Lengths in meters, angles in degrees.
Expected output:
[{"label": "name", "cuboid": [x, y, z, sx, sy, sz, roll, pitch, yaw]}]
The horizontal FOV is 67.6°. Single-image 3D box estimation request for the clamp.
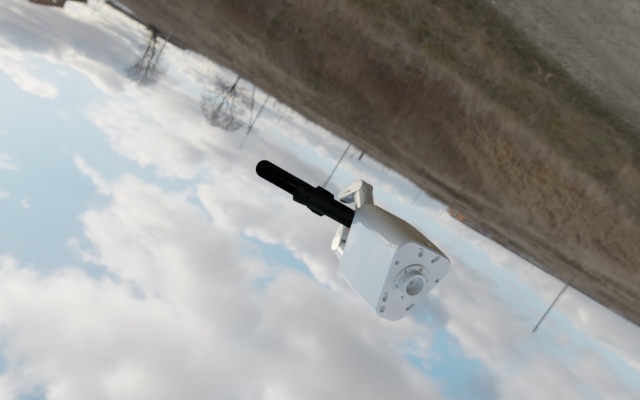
[{"label": "clamp", "cuboid": [0.000, 0.003, 0.642, 0.171, 0.039, 0.120, 27, 10, -30]}]
